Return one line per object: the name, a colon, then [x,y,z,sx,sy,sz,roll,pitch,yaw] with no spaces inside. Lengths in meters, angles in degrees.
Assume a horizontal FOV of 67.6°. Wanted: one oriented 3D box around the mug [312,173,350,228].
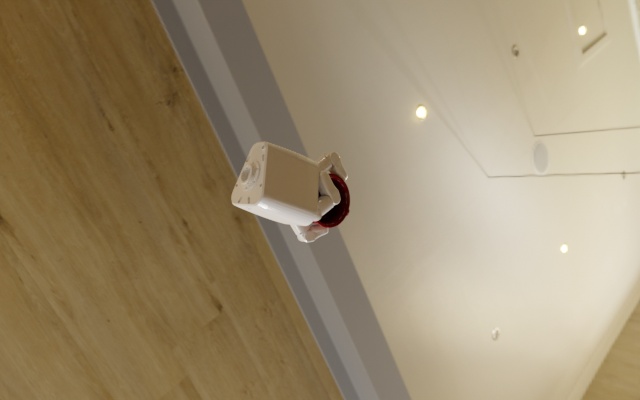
mug: [0.001,0.003,0.850,0.117,0.093,0.081,22,-12,-38]
